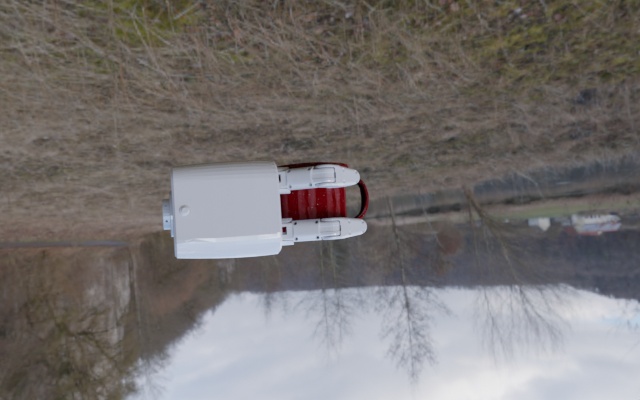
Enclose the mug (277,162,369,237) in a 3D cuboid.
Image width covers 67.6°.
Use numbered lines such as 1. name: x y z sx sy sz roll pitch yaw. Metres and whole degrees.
1. mug: 0.001 0.002 0.557 0.117 0.081 0.093 -3 -3 -17
